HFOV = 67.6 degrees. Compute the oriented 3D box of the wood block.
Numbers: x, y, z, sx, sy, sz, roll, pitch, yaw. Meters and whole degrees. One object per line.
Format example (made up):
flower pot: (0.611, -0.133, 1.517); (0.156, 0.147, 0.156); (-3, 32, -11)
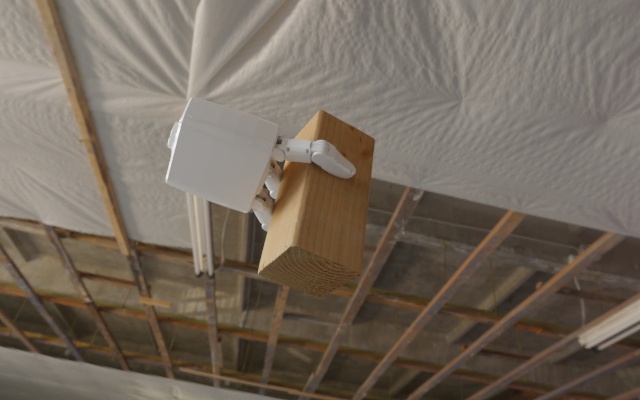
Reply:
wood block: (0.000, 0.002, 0.595); (0.090, 0.206, 0.091); (26, -39, -20)
